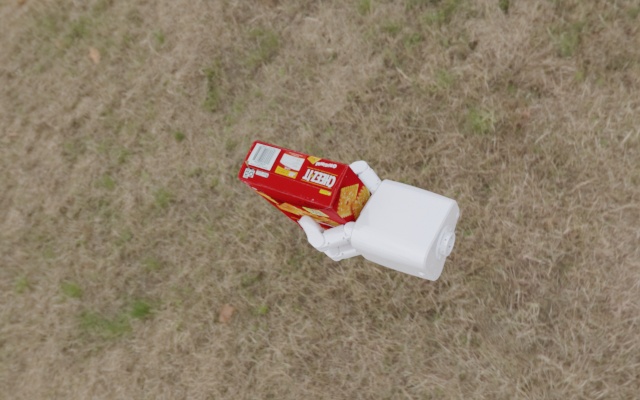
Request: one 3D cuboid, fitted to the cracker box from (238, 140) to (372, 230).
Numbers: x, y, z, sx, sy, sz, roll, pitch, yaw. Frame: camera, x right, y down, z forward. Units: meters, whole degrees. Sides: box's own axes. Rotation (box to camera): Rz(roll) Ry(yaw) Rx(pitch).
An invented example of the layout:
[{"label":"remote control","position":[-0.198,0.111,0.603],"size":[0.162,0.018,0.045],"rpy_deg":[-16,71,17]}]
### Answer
[{"label":"cracker box","position":[0.000,0.002,0.723],"size":[0.164,0.072,0.214],"rpy_deg":[18,-14,31]}]
